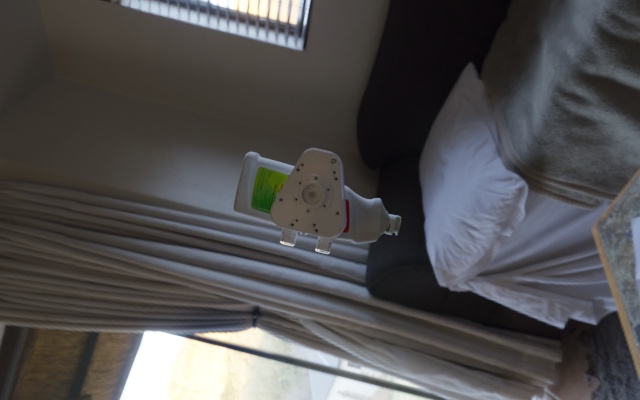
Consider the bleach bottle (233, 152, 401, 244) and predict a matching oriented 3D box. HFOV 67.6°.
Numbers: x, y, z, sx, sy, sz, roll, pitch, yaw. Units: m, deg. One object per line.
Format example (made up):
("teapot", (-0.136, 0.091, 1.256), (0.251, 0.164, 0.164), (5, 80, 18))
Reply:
("bleach bottle", (0.000, 0.002, 0.735), (0.251, 0.102, 0.068), (13, 2, 2))
